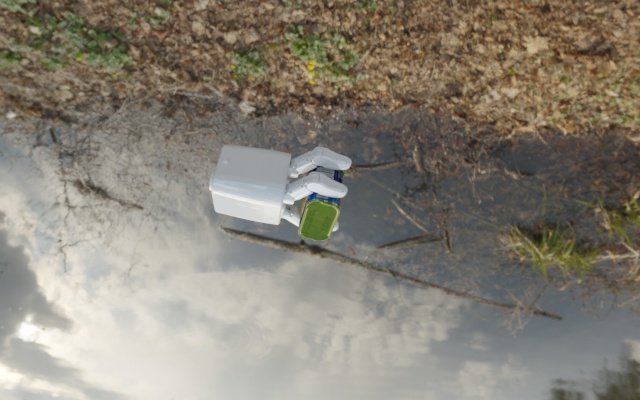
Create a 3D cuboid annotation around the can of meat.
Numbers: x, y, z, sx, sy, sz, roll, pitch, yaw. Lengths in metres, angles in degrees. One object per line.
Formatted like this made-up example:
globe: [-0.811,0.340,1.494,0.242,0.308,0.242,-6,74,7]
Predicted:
can of meat: [0.000,0.003,0.743,0.057,0.083,0.102,12,-41,-6]
